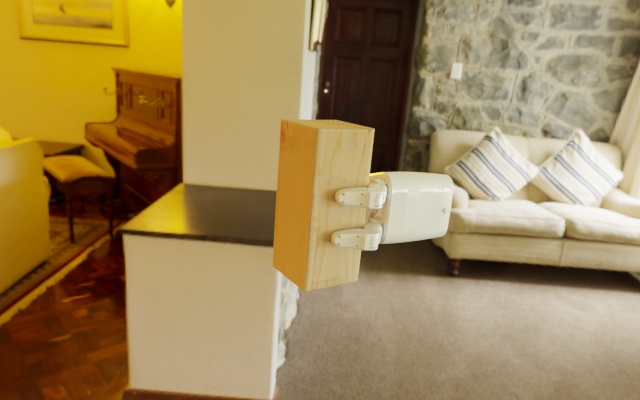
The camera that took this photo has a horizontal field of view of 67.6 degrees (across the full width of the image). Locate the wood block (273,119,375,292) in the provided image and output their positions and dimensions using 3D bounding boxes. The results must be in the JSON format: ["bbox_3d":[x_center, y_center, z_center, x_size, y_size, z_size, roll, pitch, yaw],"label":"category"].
[{"bbox_3d":[0.000,0.002,0.631,0.090,0.206,0.090,-5,18,-32],"label":"wood block"}]
